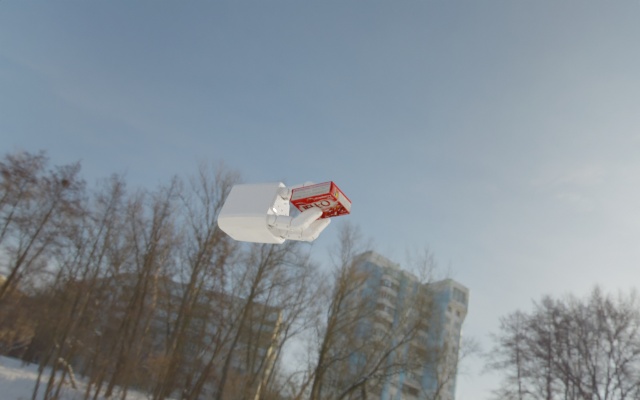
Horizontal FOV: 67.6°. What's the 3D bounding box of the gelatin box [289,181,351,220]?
[{"bbox_3d":[0.000,0.002,0.865,0.089,0.030,0.073,-11,-38,30],"label":"gelatin box"}]
